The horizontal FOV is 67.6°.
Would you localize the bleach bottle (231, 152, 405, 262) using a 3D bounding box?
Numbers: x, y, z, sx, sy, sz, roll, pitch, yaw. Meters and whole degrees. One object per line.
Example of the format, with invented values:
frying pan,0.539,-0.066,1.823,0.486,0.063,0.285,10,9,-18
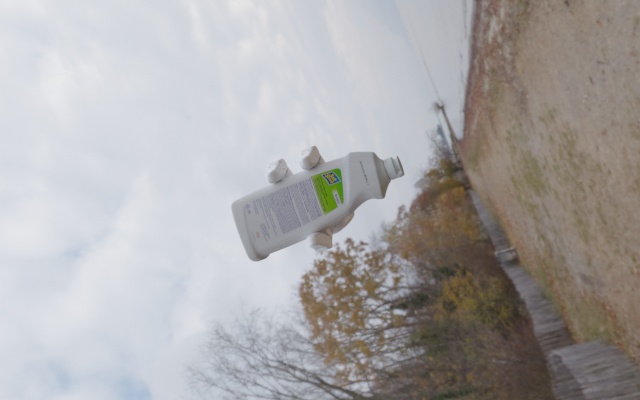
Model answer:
bleach bottle,0.000,0.002,0.686,0.251,0.102,0.068,-21,-1,17
